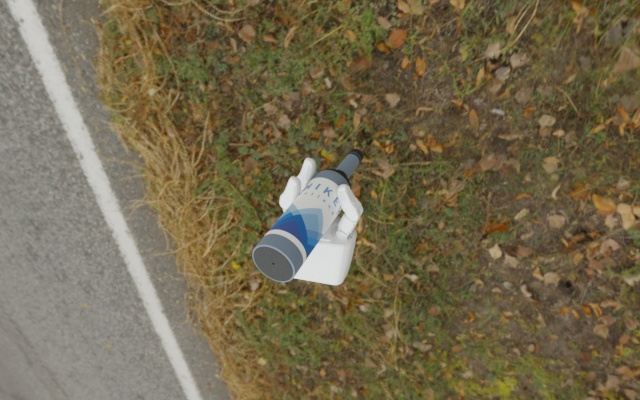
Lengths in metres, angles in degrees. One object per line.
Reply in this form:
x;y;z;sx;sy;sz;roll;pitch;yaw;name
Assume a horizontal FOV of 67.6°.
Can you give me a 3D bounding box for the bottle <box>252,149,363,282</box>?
0.000;0.003;0.744;0.069;0.069;0.295;0;34;32;bottle
